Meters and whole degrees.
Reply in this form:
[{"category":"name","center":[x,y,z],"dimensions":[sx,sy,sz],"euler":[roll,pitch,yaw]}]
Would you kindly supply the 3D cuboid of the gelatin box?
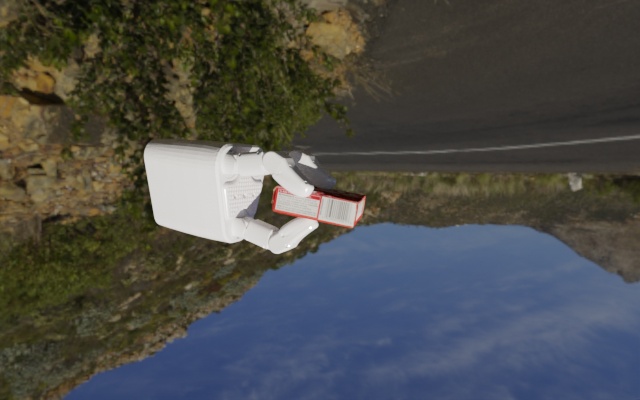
[{"category":"gelatin box","center":[0.000,0.002,0.516],"dimensions":[0.089,0.030,0.073],"euler":[12,8,10]}]
